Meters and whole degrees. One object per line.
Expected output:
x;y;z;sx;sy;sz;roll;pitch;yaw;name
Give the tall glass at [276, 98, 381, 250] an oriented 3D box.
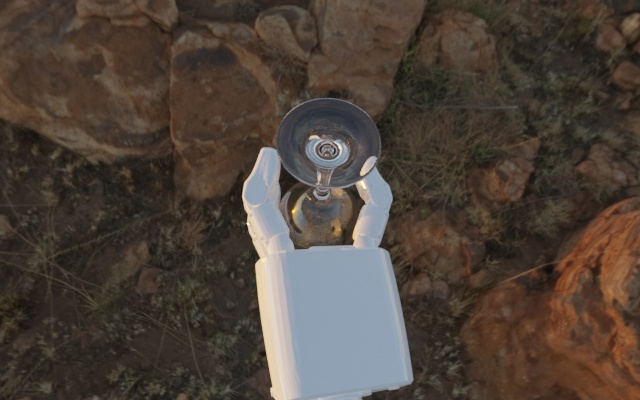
0.000;0.001;0.422;0.079;0.079;0.201;0;-25;-4;tall glass
